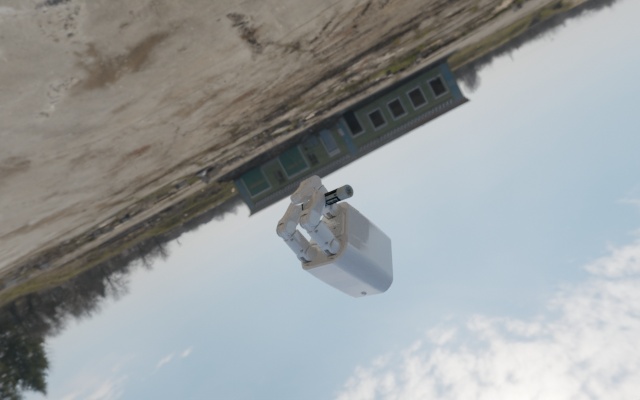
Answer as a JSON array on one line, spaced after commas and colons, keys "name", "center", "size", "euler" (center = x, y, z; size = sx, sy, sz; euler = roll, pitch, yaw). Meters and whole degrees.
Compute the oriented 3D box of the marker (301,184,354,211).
[{"name": "marker", "center": [0.000, 0.002, 0.685], "size": [0.020, 0.020, 0.121], "euler": [0, -15, -41]}]
